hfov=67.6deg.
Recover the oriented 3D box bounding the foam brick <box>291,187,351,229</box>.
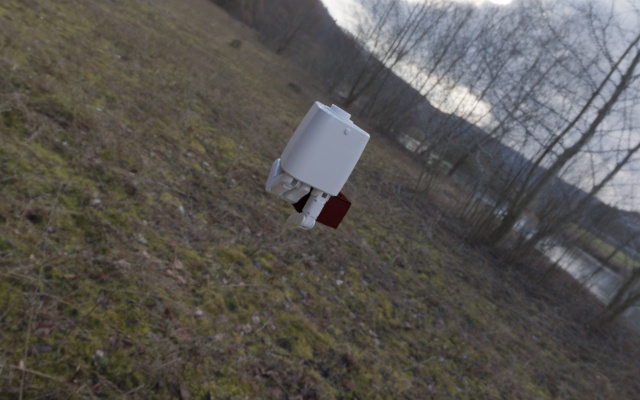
[{"bbox_3d":[0.000,0.003,0.769,0.078,0.051,0.053,24,13,-30],"label":"foam brick"}]
